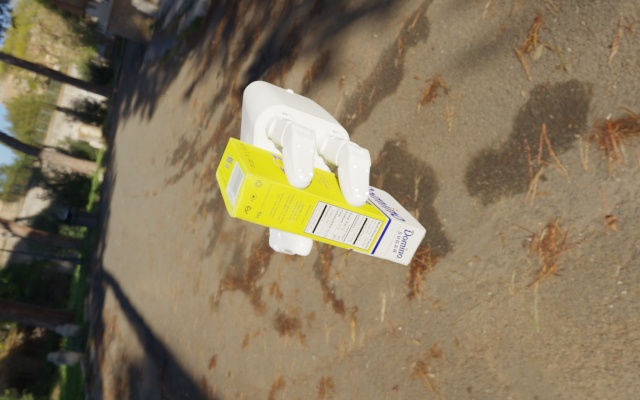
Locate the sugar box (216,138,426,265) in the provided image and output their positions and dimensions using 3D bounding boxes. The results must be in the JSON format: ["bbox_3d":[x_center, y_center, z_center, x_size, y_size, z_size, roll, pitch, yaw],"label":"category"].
[{"bbox_3d":[0.000,0.001,0.434,0.176,0.048,0.093,15,19,-26],"label":"sugar box"}]
